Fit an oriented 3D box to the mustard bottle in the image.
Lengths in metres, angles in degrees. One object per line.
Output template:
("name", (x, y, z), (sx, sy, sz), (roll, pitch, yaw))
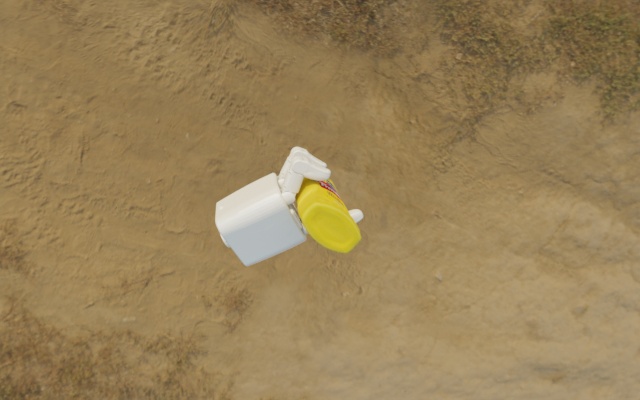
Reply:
("mustard bottle", (0.000, 0.002, 0.732), (0.096, 0.058, 0.191), (37, 12, -23))
